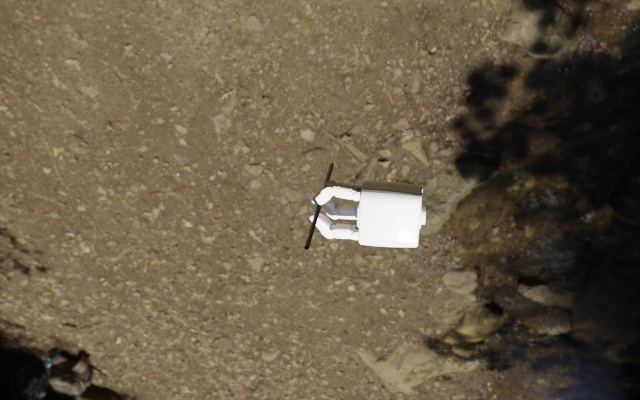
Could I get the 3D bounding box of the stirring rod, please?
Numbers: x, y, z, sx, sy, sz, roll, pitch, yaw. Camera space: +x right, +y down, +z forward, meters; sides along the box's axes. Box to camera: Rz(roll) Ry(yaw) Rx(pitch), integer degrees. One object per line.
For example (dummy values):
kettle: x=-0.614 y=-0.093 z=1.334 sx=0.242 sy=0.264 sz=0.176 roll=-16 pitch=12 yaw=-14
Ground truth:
stirring rod: x=0.000 y=0.003 z=0.886 sx=0.011 sy=0.011 sz=0.239 roll=0 pitch=40 yaw=15
